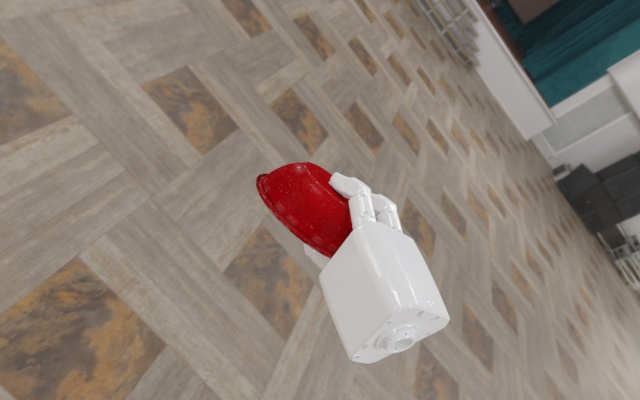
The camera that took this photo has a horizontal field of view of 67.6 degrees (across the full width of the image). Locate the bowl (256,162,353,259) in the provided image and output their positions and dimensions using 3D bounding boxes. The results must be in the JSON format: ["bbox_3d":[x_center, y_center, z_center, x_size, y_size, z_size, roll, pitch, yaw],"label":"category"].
[{"bbox_3d":[0.000,0.001,0.595,0.162,0.055,0.162,37,15,-12],"label":"bowl"}]
